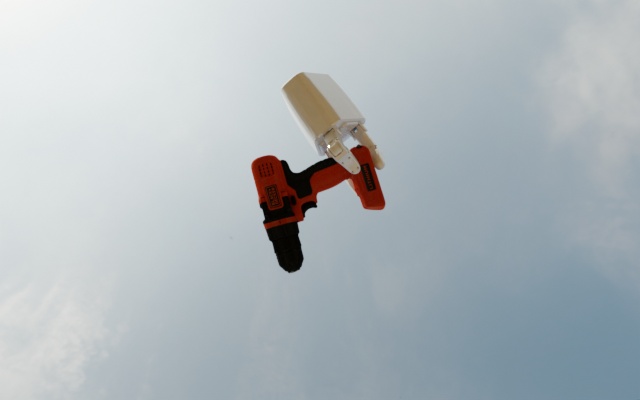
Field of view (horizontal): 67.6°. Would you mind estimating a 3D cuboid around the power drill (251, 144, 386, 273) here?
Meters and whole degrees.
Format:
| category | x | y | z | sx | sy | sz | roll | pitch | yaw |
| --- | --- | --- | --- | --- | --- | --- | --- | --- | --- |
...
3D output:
| category | x | y | z | sx | sy | sz | roll | pitch | yaw |
| --- | --- | --- | --- | --- | --- | --- | --- | --- | --- |
| power drill | 0.000 | 0.002 | 0.736 | 0.187 | 0.184 | 0.057 | -16 | -2 | -5 |
